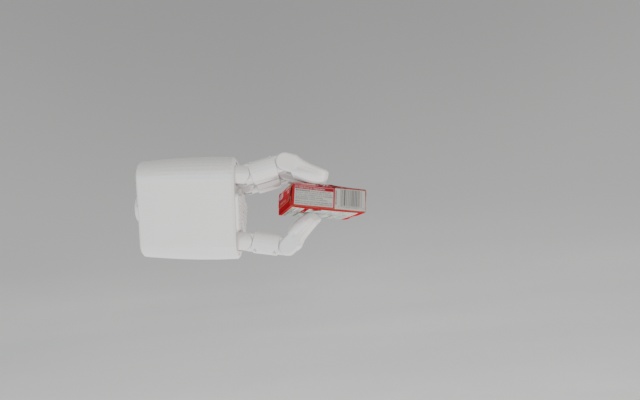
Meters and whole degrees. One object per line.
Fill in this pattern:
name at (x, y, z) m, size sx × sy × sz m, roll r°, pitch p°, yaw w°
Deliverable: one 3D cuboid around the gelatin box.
gelatin box at (0.000, 0.002, 0.560) m, size 0.089 × 0.030 × 0.073 m, roll 5°, pitch -10°, yaw -14°
